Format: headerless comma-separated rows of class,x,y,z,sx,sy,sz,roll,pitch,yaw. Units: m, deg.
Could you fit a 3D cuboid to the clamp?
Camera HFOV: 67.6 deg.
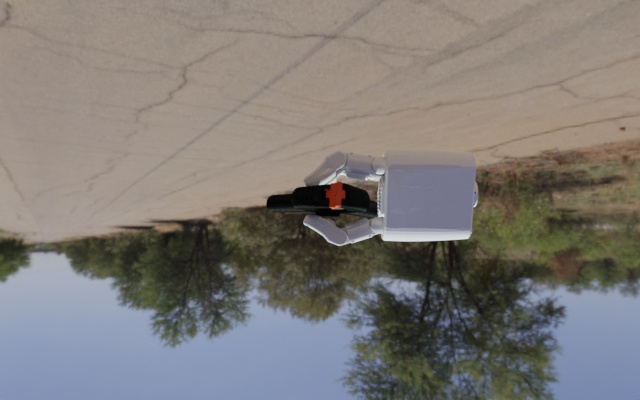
clamp,0.000,0.003,0.608,0.164,0.036,0.210,2,-5,3
